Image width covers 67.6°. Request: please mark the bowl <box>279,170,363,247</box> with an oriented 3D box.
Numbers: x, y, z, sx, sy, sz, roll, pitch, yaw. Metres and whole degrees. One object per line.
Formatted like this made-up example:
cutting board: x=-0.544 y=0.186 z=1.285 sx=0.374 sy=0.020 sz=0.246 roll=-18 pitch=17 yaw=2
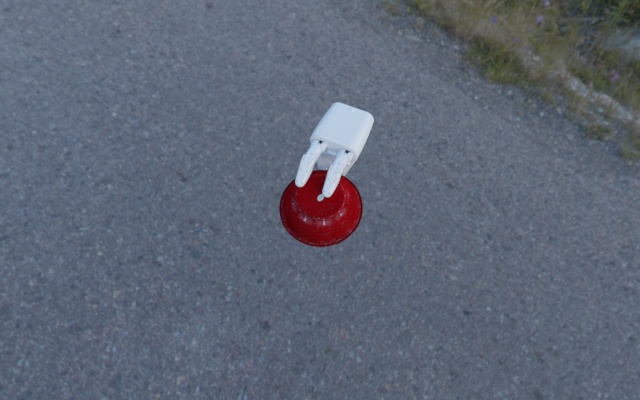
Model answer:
bowl: x=0.000 y=0.004 z=0.895 sx=0.162 sy=0.162 sz=0.055 roll=0 pitch=-23 yaw=2
